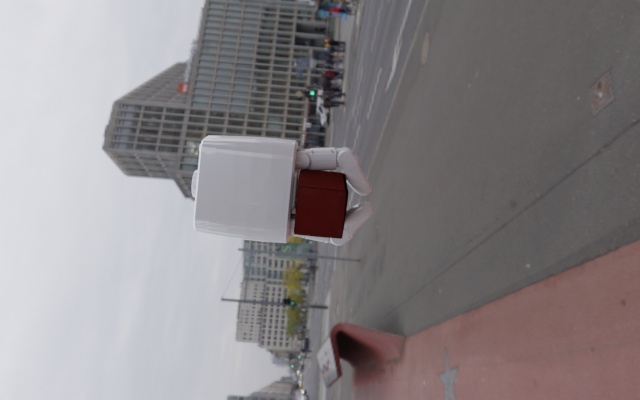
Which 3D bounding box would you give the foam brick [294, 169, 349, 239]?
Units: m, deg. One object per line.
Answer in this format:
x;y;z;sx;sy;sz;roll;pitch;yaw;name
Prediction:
0.000;0.002;0.509;0.051;0.053;0.078;6;16;-1;foam brick
